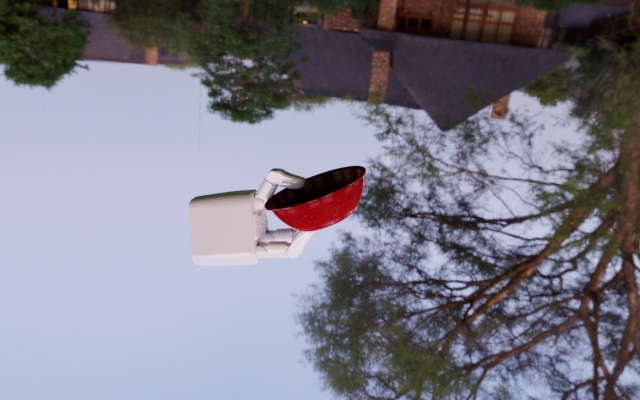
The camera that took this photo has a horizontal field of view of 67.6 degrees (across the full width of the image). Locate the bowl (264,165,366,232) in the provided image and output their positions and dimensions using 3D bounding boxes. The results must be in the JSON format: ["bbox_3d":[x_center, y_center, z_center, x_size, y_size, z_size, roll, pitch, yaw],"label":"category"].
[{"bbox_3d":[0.001,0.002,0.717,0.162,0.055,0.162,-20,14,5],"label":"bowl"}]
